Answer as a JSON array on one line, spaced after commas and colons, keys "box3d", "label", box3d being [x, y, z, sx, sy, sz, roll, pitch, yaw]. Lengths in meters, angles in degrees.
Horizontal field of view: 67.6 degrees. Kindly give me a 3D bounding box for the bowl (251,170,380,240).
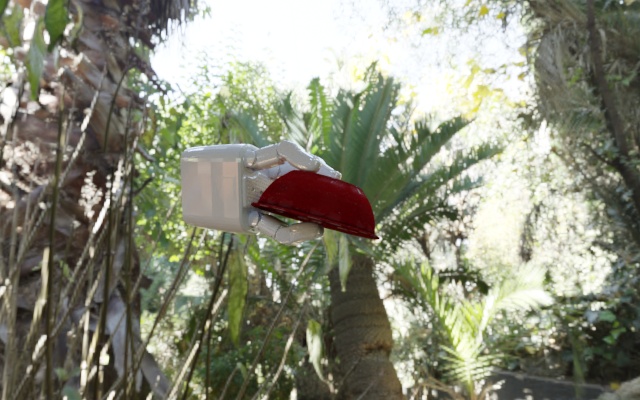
[{"box3d": [0.001, 0.002, 0.582, 0.162, 0.055, 0.162, 16, -5, 1], "label": "bowl"}]
